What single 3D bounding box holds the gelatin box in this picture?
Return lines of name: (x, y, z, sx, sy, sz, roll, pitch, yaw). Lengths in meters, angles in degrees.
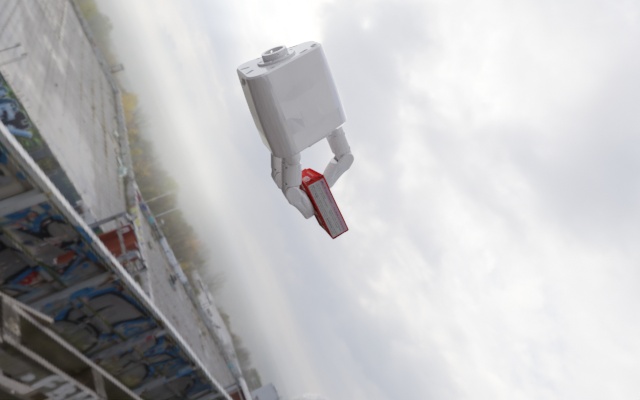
gelatin box: (0.001, 0.002, 0.663, 0.030, 0.089, 0.073, -29, 18, -7)
